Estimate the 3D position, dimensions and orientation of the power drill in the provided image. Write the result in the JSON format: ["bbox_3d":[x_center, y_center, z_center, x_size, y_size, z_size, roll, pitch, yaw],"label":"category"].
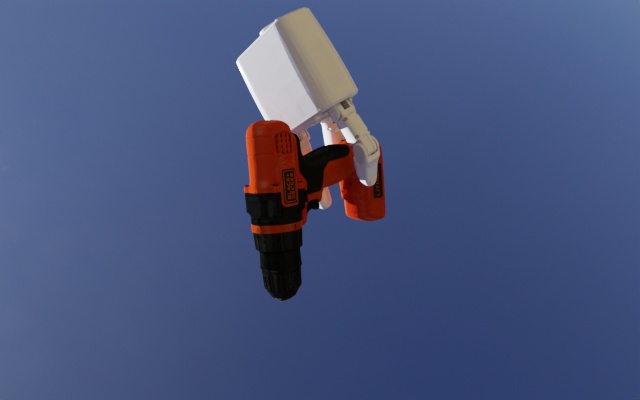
[{"bbox_3d":[0.000,0.001,0.534,0.057,0.184,0.187,3,10,40],"label":"power drill"}]
